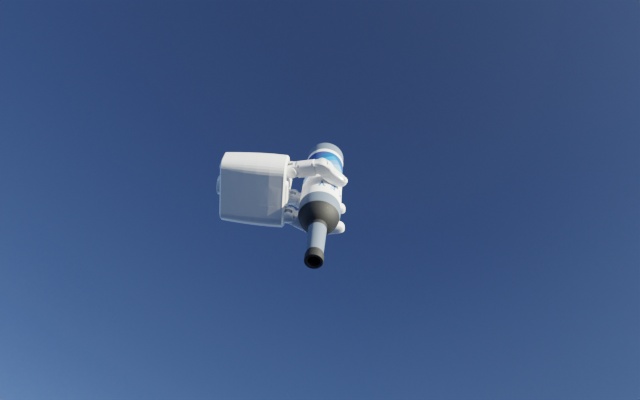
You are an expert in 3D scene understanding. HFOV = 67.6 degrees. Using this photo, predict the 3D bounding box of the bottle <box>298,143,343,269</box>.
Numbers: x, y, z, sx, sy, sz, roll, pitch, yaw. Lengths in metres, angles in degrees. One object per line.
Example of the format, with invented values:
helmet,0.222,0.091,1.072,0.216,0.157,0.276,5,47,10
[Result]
bottle,0.000,0.002,0.778,0.069,0.069,0.295,0,34,4
